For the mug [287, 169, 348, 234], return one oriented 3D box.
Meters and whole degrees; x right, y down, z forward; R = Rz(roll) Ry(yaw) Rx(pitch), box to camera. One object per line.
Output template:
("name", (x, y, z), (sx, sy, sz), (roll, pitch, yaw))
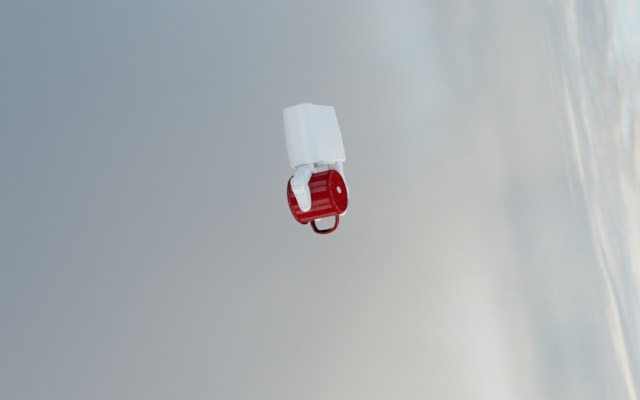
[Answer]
("mug", (0.001, 0.004, 0.854), (0.081, 0.117, 0.093), (-12, 0, 25))
